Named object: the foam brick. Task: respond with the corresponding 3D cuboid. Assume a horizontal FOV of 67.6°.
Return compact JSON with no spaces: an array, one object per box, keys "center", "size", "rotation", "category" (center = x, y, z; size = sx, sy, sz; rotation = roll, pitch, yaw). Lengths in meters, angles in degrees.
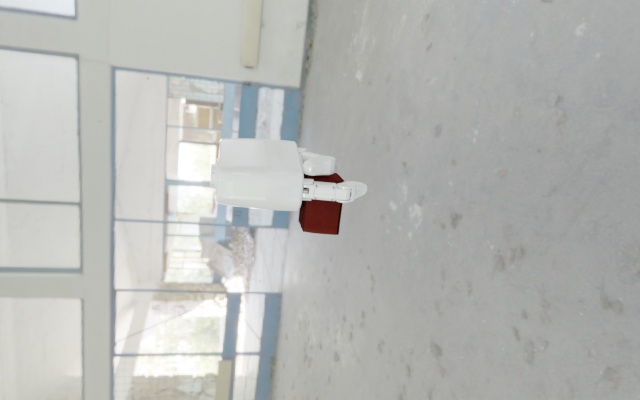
[{"center":[0.000,0.002,0.667],"size":[0.051,0.078,0.053],"rotation":[3,16,-12],"category":"foam brick"}]
